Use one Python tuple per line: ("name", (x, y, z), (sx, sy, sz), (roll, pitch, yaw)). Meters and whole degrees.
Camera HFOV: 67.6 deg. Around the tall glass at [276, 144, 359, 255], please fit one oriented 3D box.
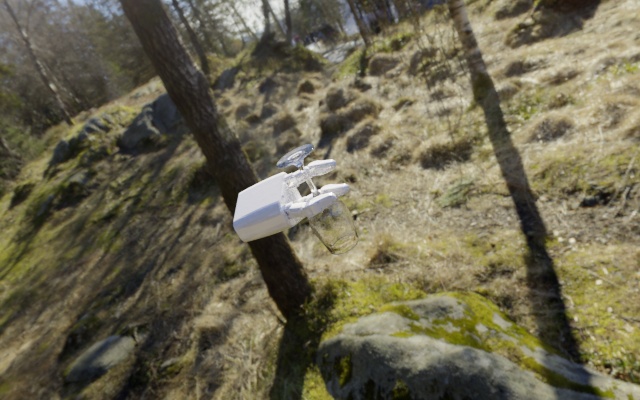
("tall glass", (0.000, 0.002, 0.866), (0.079, 0.201, 0.079), (-25, 22, 11))
